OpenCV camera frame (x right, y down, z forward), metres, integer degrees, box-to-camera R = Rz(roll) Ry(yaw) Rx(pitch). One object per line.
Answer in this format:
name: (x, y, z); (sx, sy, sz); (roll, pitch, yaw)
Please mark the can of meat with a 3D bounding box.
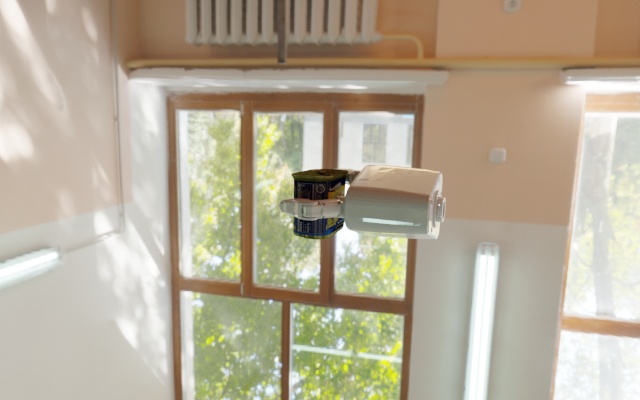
can of meat: (0.000, 0.002, 0.657); (0.057, 0.084, 0.102); (4, 10, 19)
